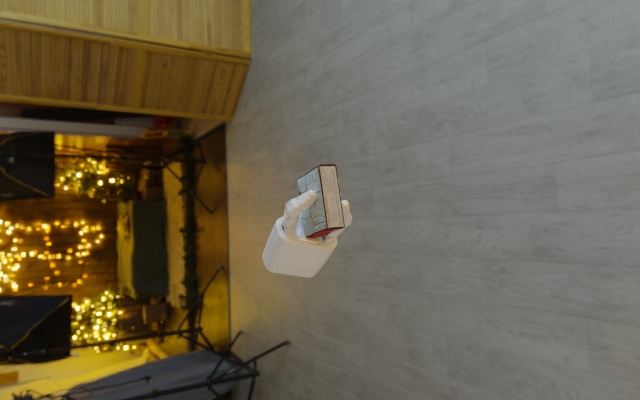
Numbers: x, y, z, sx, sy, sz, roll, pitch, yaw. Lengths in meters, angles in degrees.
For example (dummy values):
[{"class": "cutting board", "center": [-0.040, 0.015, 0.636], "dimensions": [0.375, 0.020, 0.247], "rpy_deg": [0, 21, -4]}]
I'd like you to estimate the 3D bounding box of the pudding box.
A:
[{"class": "pudding box", "center": [0.000, 0.003, 0.824], "dimensions": [0.039, 0.113, 0.090], "rpy_deg": [-4, -11, -28]}]
